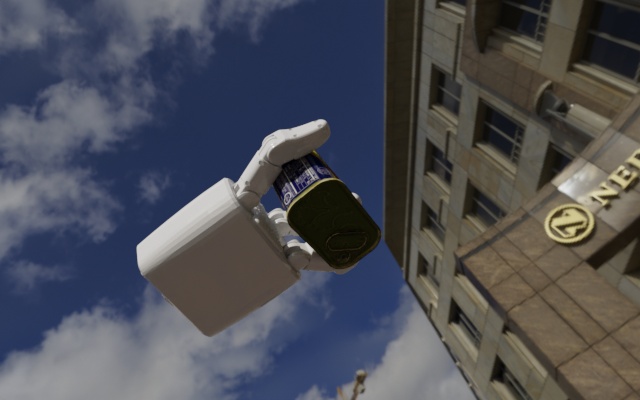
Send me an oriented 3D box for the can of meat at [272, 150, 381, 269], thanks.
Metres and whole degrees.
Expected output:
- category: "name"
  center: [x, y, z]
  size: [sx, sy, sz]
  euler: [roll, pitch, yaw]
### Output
- category: "can of meat"
  center: [0.000, 0.001, 0.442]
  size: [0.102, 0.057, 0.084]
  euler: [48, 6, -40]
